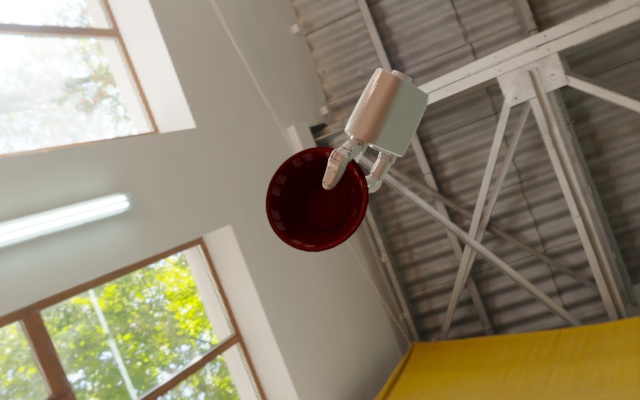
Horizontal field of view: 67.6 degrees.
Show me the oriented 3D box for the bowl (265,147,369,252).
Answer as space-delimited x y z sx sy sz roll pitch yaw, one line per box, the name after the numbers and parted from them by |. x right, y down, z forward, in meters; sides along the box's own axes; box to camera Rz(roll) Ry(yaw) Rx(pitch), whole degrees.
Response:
-0.001 0.003 0.731 0.162 0.162 0.055 0 -14 18 | bowl
